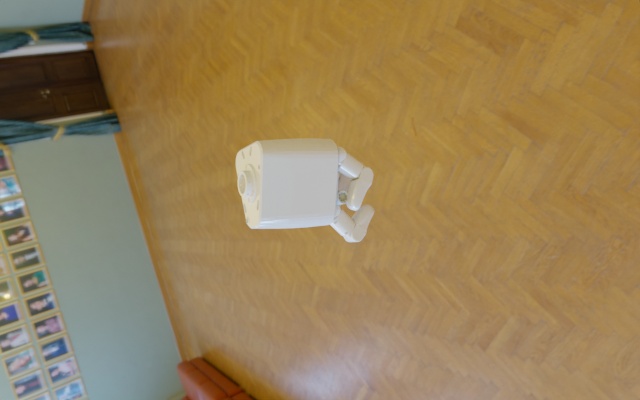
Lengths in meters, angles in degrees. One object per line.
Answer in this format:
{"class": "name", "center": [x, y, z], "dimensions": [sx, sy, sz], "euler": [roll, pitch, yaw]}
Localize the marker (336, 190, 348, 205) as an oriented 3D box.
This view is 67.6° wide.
{"class": "marker", "center": [0.000, 0.002, 0.674], "dimensions": [0.020, 0.020, 0.121], "euler": [0, -7, -30]}
